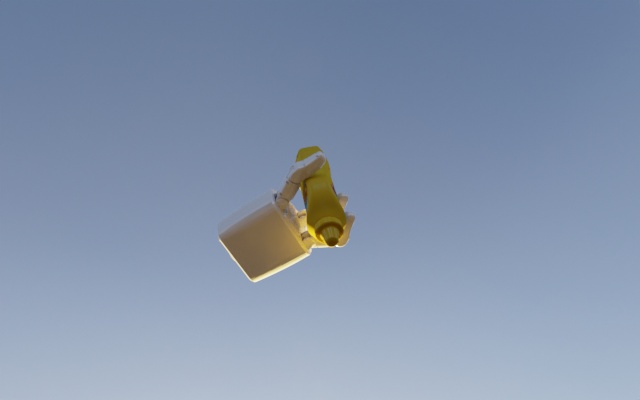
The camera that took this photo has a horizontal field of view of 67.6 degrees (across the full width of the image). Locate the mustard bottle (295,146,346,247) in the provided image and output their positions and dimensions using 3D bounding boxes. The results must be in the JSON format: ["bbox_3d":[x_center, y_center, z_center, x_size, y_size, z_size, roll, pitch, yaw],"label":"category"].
[{"bbox_3d":[0.000,0.002,0.720,0.058,0.096,0.191,-10,36,-4],"label":"mustard bottle"}]
